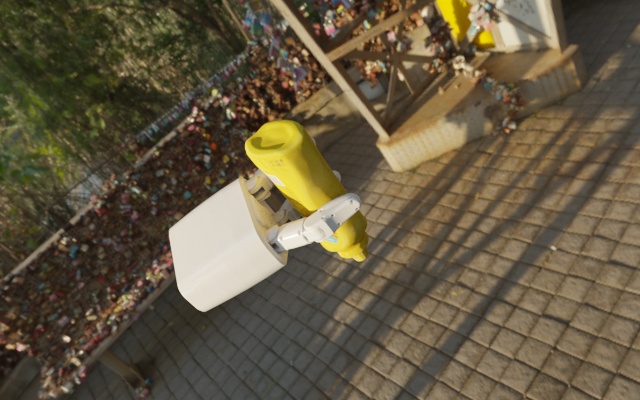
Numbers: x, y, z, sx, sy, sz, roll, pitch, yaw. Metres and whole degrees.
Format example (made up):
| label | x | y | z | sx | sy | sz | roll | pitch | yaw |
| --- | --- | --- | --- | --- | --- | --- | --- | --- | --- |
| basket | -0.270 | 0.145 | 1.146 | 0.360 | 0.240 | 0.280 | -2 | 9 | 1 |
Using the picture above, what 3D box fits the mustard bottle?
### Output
| label | x | y | z | sx | sy | sz | roll | pitch | yaw |
| --- | --- | --- | --- | --- | --- | --- | --- | --- | --- |
| mustard bottle | 0.000 | 0.001 | 0.525 | 0.096 | 0.058 | 0.192 | 22 | -26 | 56 |
